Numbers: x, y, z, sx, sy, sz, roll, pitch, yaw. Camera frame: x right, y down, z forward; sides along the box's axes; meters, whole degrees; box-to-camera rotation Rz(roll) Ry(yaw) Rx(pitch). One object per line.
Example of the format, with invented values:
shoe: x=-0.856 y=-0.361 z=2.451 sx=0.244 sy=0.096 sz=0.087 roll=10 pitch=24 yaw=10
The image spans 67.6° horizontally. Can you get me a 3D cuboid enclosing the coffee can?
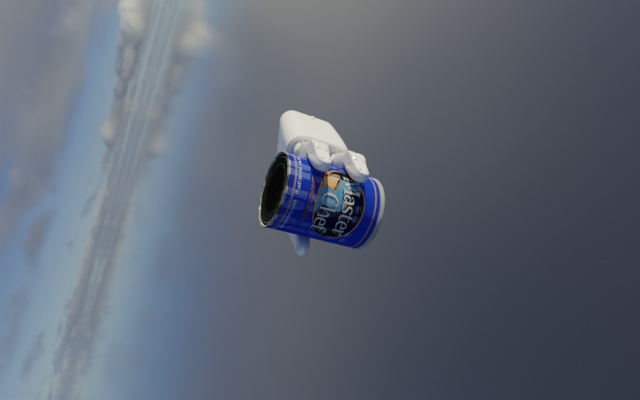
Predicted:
coffee can: x=0.000 y=0.002 z=0.642 sx=0.140 sy=0.103 sz=0.103 roll=15 pitch=-6 yaw=-22
